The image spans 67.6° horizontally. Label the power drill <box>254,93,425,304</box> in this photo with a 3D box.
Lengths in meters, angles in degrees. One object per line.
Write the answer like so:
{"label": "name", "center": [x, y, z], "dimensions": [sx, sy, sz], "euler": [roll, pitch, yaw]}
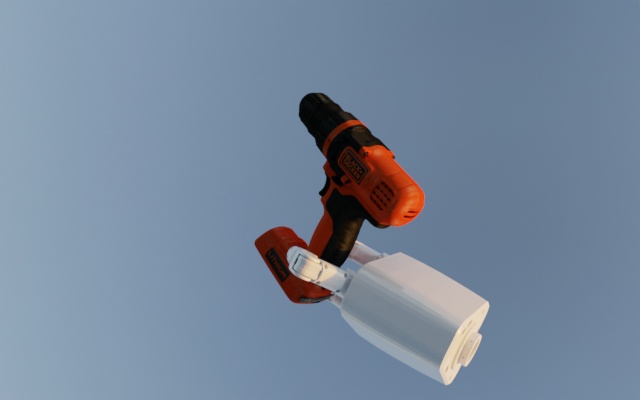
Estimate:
{"label": "power drill", "center": [0.000, 0.002, 0.506], "dimensions": [0.057, 0.188, 0.184], "euler": [1, 41, -44]}
